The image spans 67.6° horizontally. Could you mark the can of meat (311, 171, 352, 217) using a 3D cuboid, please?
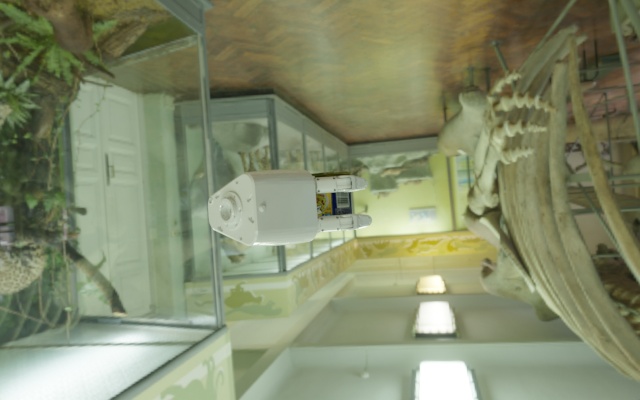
[{"bbox_3d":[0.000,0.003,0.724,0.102,0.084,0.057,-5,-2,41],"label":"can of meat"}]
